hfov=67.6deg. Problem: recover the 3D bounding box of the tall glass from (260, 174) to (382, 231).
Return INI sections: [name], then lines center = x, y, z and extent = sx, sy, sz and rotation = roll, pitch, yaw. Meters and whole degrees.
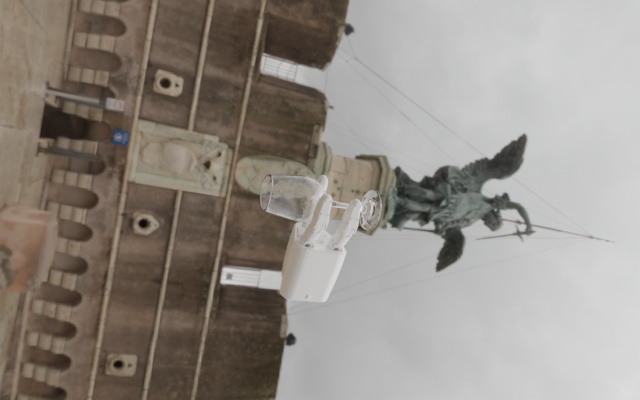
[tall glass]
center = 0.001, 0.003, 0.820
extent = 0.201, 0.079, 0.079
rotation = 10, -4, -23
